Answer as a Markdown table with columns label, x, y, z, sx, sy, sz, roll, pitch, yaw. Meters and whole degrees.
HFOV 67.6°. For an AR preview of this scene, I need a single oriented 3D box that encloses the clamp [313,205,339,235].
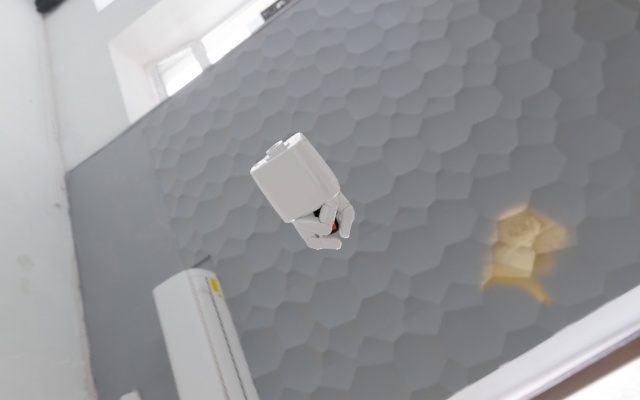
| label | x | y | z | sx | sy | sz | roll | pitch | yaw |
| --- | --- | --- | --- | --- | --- | --- | --- | --- | --- |
| clamp | 0.000 | 0.003 | 0.878 | 0.039 | 0.120 | 0.171 | -34 | 16 | 7 |
